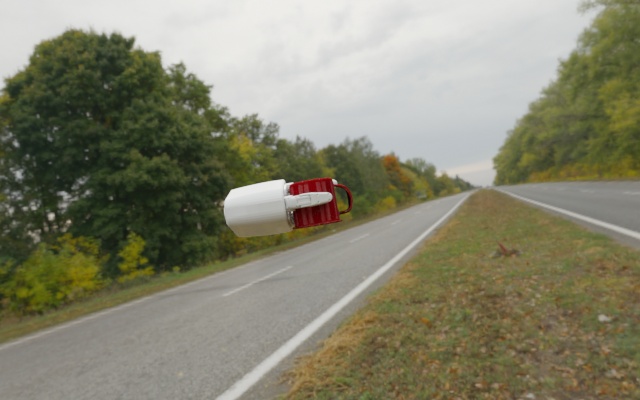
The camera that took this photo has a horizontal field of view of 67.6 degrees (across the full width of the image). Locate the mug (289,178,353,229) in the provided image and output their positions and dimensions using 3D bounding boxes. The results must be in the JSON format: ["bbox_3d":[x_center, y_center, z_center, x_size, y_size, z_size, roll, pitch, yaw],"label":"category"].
[{"bbox_3d":[0.002,0.002,0.866,0.117,0.081,0.093,-9,-2,-1],"label":"mug"}]
